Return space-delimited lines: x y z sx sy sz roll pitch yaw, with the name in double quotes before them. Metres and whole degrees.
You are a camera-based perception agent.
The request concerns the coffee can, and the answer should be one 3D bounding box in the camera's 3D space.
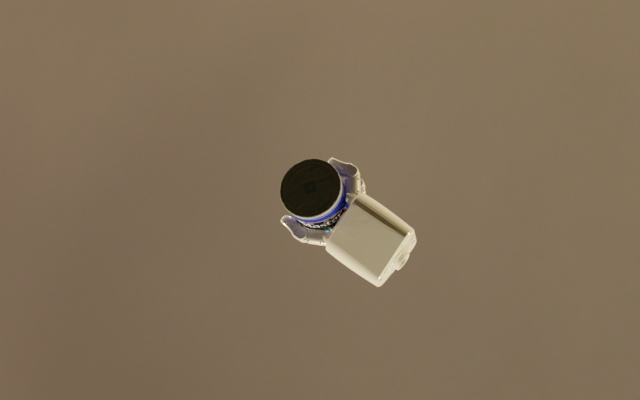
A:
"coffee can" 0.000 0.003 0.825 0.103 0.102 0.140 0 -20 15
